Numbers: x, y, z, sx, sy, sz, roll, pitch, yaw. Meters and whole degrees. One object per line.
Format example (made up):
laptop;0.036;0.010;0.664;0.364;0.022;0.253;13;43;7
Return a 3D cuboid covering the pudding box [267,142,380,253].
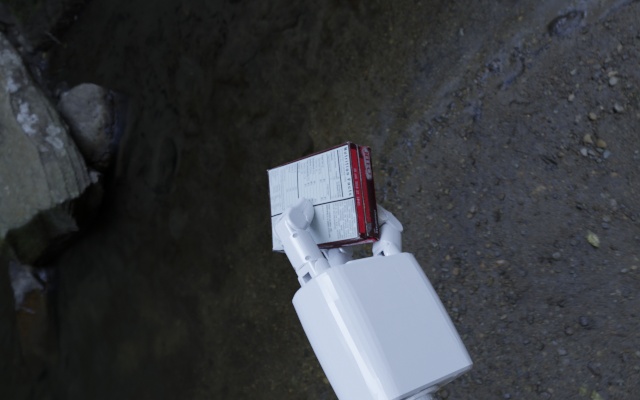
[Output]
pudding box;0.000;0.002;0.463;0.113;0.090;0.039;-13;-14;38
